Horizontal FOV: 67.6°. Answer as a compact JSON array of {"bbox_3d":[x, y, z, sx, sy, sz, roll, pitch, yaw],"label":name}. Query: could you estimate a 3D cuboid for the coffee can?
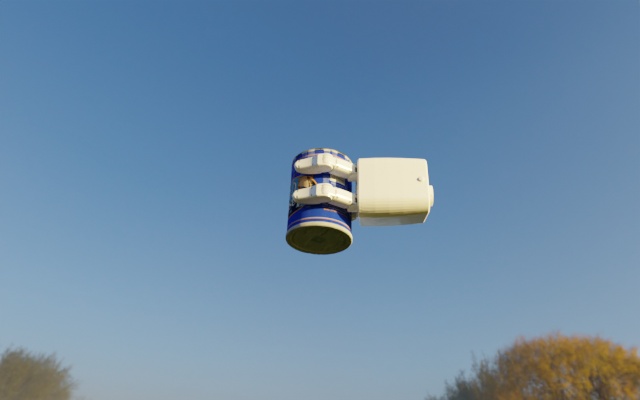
[{"bbox_3d":[0.000,0.003,0.767,0.103,0.140,0.103,2,-31,1],"label":"coffee can"}]
